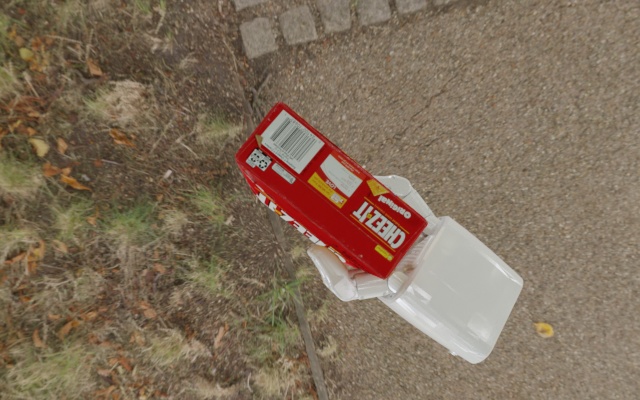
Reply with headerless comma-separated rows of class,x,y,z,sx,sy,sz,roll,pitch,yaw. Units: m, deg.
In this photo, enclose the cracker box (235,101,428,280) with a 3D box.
cracker box,0.000,0.001,0.495,0.164,0.072,0.214,39,-7,-1
